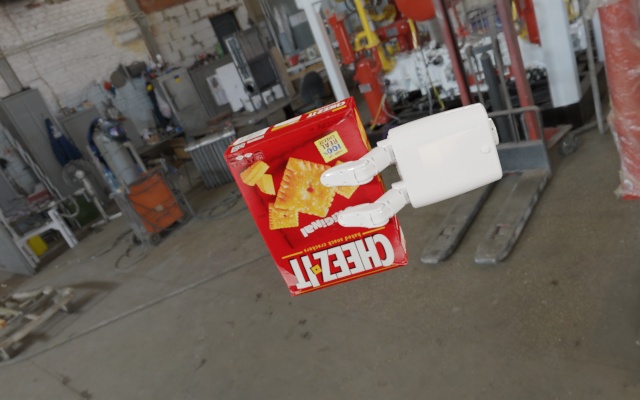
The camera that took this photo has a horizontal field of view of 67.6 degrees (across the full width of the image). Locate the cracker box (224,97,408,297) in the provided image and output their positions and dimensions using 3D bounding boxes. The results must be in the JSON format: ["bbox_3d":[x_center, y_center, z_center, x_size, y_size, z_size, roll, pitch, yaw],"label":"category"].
[{"bbox_3d":[0.000,0.002,0.599,0.164,0.214,0.072,-18,21,13],"label":"cracker box"}]
